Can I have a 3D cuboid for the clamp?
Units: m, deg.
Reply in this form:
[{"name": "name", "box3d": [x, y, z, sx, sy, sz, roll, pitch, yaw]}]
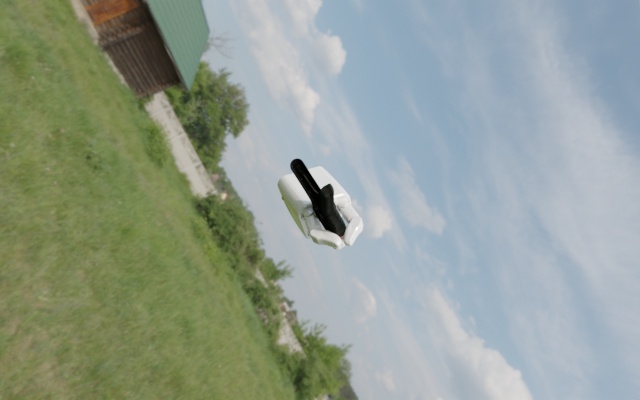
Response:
[{"name": "clamp", "box3d": [0.001, 0.003, 0.841, 0.039, 0.172, 0.120, -29, 48, -10]}]
